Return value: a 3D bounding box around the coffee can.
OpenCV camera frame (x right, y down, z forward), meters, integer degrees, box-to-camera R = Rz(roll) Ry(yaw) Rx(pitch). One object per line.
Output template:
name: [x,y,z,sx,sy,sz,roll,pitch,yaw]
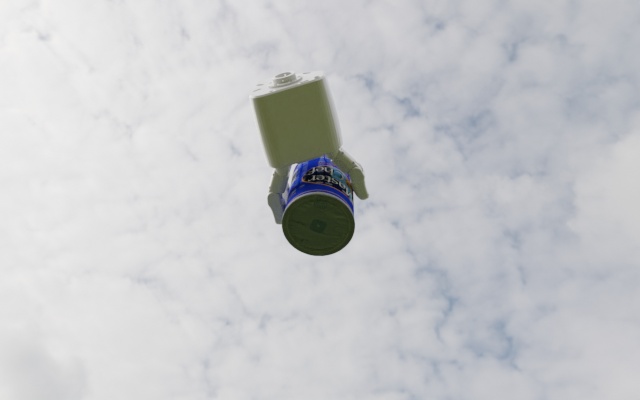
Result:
coffee can: [0.000,0.003,0.722,0.103,0.103,0.140,0,29,3]
